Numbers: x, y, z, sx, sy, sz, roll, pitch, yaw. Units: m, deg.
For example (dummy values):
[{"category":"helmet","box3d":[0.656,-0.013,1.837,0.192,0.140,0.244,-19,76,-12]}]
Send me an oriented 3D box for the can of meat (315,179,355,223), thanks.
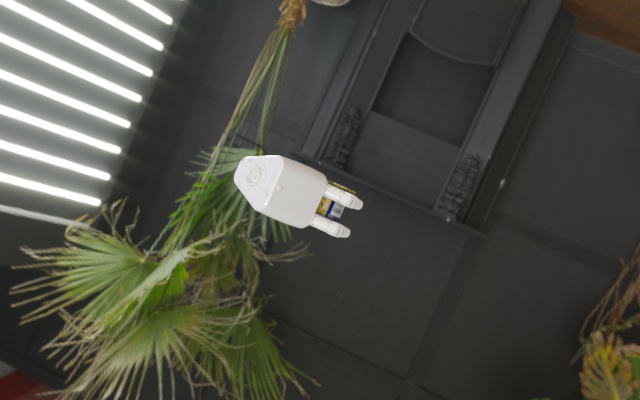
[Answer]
[{"category":"can of meat","box3d":[0.000,0.003,0.862,0.102,0.084,0.057,25,1,40]}]
